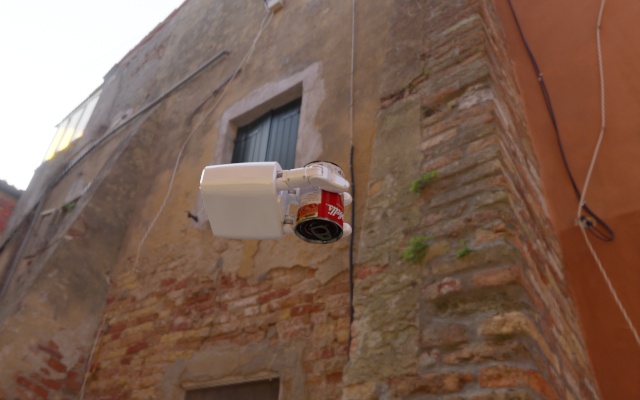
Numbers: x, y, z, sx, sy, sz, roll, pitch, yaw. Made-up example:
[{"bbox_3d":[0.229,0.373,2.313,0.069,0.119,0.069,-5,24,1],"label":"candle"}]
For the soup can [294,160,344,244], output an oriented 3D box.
[{"bbox_3d":[0.001,0.002,0.684,0.068,0.102,0.069,2,-35,2],"label":"soup can"}]
